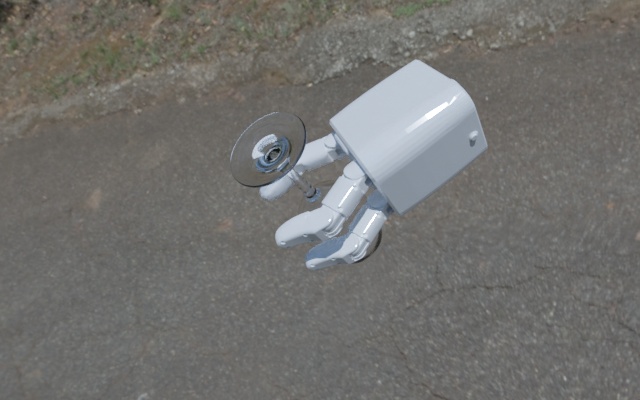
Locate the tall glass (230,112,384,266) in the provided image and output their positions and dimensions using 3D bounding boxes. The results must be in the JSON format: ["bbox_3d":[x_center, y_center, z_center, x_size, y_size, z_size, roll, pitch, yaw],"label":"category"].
[{"bbox_3d":[0.000,0.001,0.473,0.079,0.079,0.201,0,-27,30],"label":"tall glass"}]
